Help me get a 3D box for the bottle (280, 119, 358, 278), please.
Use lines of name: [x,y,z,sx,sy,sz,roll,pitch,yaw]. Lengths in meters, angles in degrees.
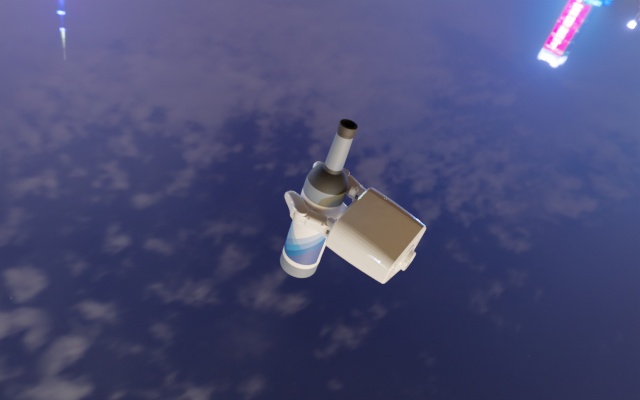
bottle: [0.000,0.003,0.755,0.069,0.296,0.069,12,39,-10]
